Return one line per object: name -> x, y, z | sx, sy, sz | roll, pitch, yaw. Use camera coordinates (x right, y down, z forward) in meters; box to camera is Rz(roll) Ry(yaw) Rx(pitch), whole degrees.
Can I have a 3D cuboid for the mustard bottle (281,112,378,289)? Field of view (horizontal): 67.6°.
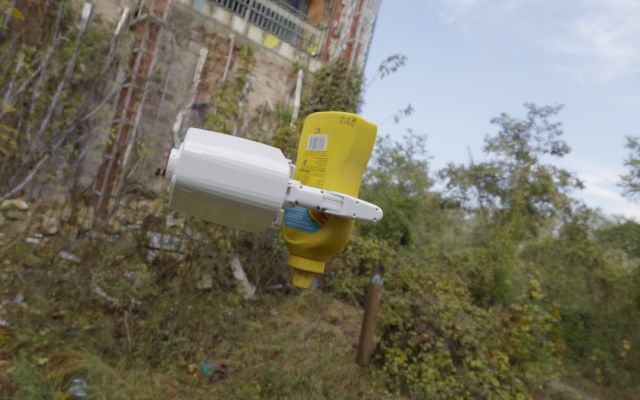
mustard bottle -> 0.000, 0.002, 0.526 | 0.058, 0.191, 0.096 | 17, -4, -41
